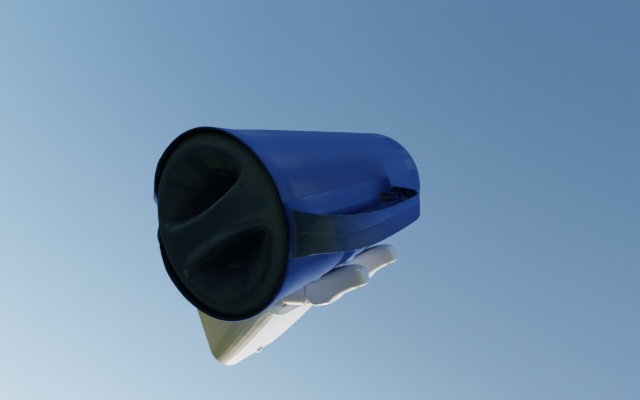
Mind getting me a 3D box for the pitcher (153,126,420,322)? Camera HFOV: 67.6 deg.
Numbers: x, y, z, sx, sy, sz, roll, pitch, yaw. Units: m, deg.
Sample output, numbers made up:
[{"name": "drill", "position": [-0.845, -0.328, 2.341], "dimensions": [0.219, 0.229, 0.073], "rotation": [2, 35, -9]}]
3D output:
[{"name": "pitcher", "position": [0.000, 0.001, 0.407], "dimensions": [0.243, 0.149, 0.145], "rotation": [-15, -31, -54]}]
